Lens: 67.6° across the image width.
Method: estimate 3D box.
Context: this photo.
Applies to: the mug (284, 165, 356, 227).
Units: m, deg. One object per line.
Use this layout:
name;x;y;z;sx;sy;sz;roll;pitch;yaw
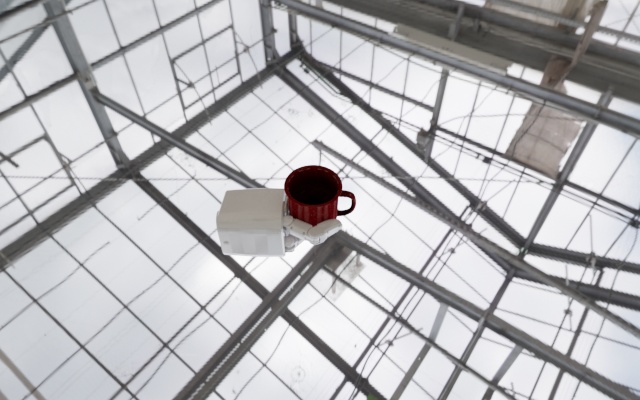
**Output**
mug;0.002;0.003;0.783;0.117;0.093;0.082;1;-42;1
